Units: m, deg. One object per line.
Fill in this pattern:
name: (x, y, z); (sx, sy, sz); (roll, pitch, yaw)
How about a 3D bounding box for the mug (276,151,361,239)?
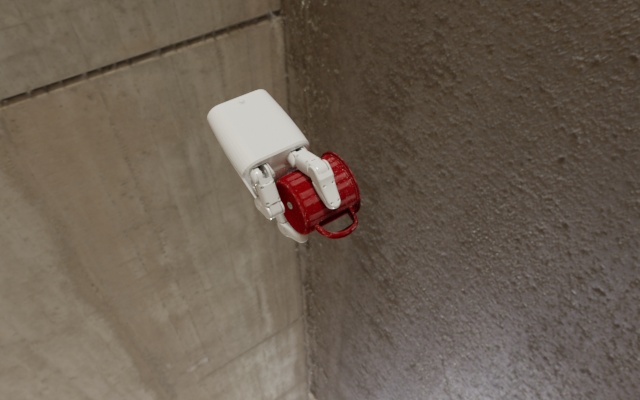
mug: (0.001, 0.003, 0.625); (0.081, 0.117, 0.093); (-27, -24, -22)
